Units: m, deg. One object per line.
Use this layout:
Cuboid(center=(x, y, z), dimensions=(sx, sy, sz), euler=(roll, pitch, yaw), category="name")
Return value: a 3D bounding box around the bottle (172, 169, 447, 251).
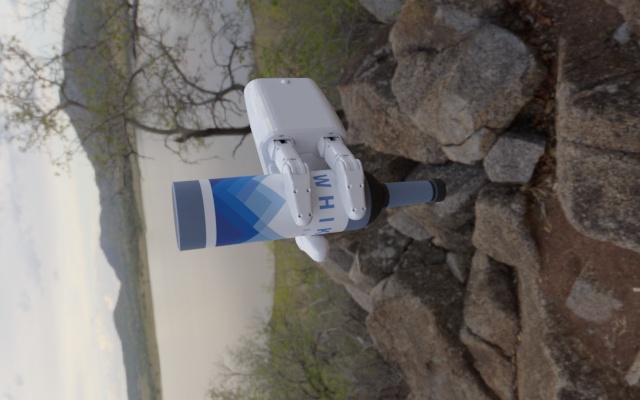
Cuboid(center=(0.000, 0.002, 0.502), dimensions=(0.296, 0.069, 0.069), euler=(-6, 2, -19), category="bottle")
